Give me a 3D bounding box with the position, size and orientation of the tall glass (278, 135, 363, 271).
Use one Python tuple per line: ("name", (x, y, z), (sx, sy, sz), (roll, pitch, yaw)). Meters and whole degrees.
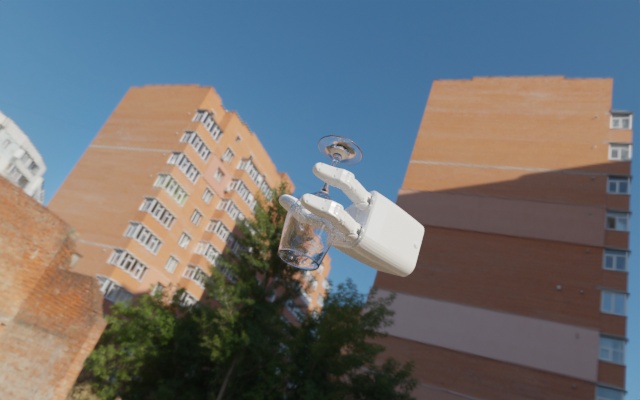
("tall glass", (0.000, 0.002, 0.715), (0.079, 0.201, 0.079), (17, -28, 9))
